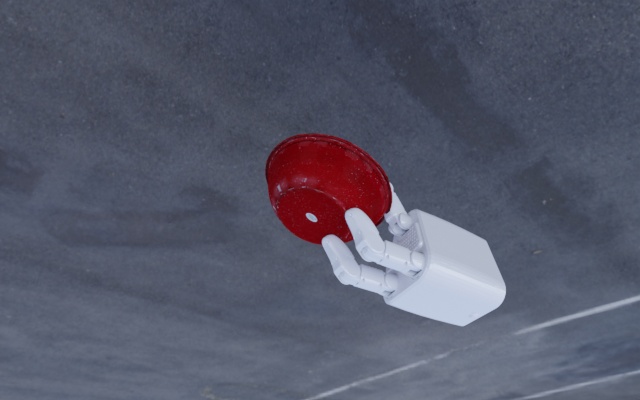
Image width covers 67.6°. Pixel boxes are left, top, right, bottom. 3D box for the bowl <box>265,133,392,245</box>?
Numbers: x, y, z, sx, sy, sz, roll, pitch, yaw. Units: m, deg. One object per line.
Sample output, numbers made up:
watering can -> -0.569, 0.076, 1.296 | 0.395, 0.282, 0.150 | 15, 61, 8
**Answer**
bowl -> -0.001, 0.002, 0.564 | 0.162, 0.162, 0.055 | 0, 42, 25
